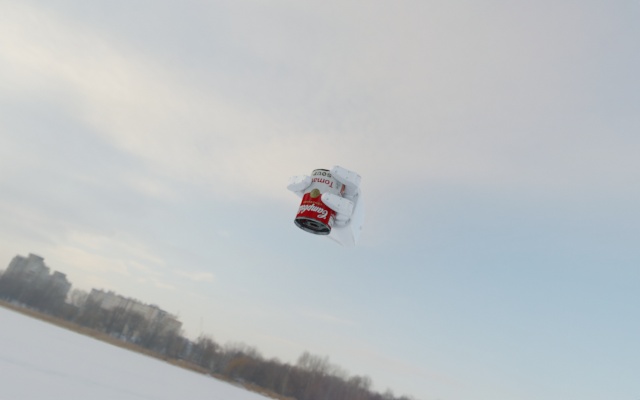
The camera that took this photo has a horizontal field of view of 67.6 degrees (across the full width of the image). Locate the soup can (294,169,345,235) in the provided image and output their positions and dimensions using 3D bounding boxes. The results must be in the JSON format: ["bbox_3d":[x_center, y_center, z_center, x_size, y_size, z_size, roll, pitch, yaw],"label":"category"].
[{"bbox_3d":[0.000,0.002,0.858,0.068,0.102,0.068,16,-23,7],"label":"soup can"}]
